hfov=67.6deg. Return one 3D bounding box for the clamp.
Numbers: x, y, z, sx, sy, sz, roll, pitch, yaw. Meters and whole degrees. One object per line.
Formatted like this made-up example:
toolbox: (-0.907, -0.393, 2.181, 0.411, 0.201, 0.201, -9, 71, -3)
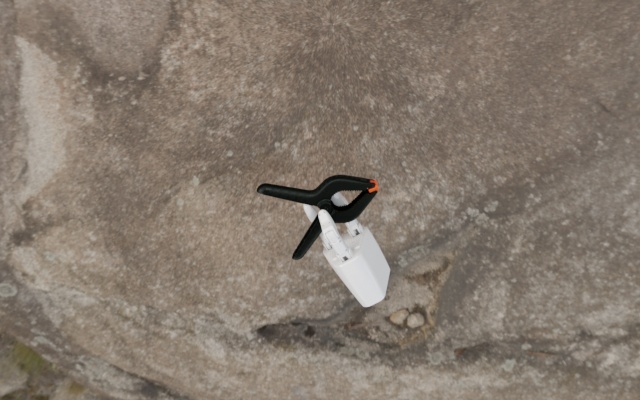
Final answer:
clamp: (0.001, 0.003, 0.860, 0.210, 0.165, 0.036, -28, 23, 11)
